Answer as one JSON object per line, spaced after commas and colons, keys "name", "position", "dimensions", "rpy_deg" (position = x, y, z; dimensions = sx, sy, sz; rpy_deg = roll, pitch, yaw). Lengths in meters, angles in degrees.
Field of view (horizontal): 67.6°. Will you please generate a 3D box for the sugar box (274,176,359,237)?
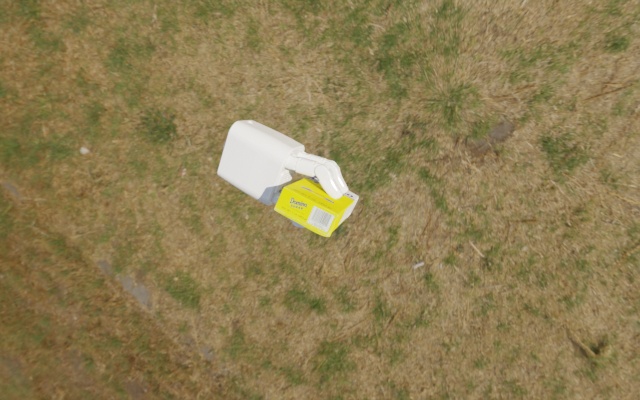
{"name": "sugar box", "position": [0.000, 0.002, 0.769], "dimensions": [0.093, 0.048, 0.176], "rpy_deg": [28, 17, 8]}
